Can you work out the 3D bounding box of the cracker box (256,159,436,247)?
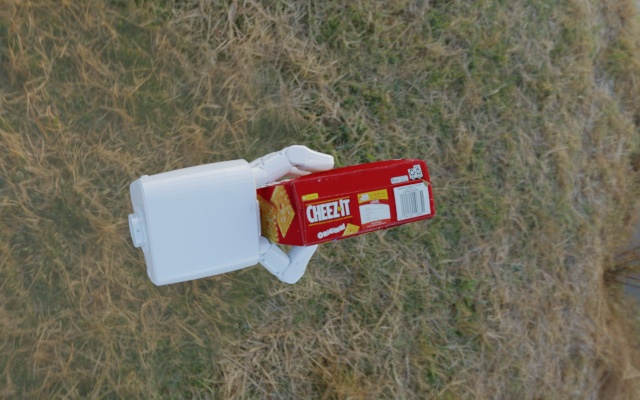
[{"bbox_3d":[0.000,0.002,0.565,0.164,0.072,0.213,-11,3,-28],"label":"cracker box"}]
